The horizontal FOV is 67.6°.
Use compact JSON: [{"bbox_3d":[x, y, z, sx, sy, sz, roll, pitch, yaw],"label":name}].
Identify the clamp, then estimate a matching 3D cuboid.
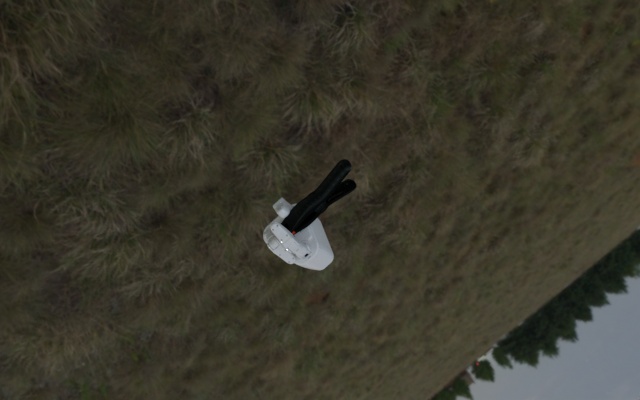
[{"bbox_3d":[0.000,0.003,0.855,0.171,0.039,0.120,-42,-24,5],"label":"clamp"}]
